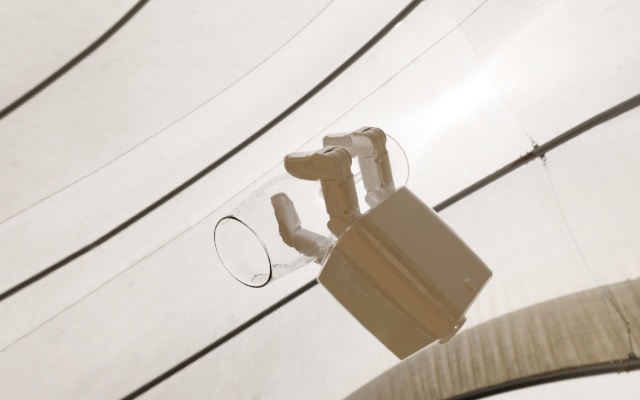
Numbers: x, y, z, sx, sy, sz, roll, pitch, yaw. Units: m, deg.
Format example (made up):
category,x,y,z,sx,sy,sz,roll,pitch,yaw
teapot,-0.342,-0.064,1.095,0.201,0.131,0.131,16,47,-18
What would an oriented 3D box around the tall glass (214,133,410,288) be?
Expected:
category,x,y,z,sx,sy,sz,roll,pitch,yaw
tall glass,0.000,0.001,0.431,0.079,0.079,0.201,0,23,41
